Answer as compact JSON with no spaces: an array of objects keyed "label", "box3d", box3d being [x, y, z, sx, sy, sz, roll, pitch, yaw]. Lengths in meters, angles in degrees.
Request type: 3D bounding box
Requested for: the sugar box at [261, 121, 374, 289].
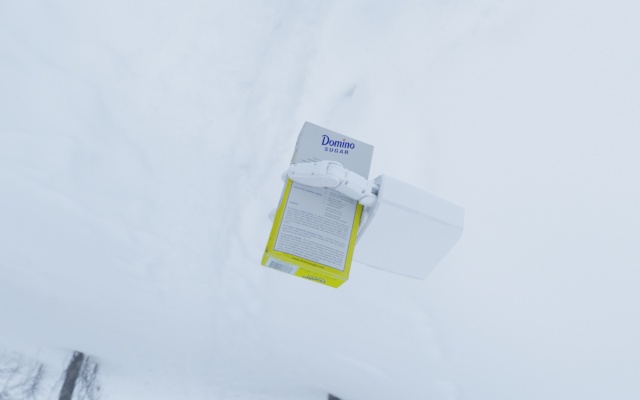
[{"label":"sugar box","box3d":[0.000,0.002,0.549,0.093,0.176,0.048,19,-31,-9]}]
